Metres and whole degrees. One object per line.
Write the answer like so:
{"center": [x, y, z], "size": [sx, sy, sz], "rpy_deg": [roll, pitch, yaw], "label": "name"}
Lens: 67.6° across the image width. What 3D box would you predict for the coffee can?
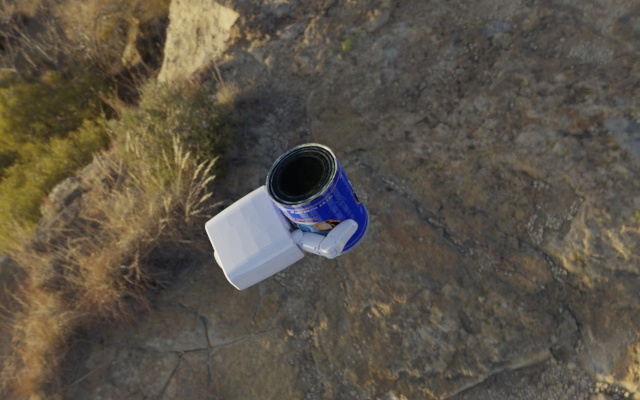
{"center": [0.000, 0.002, 0.678], "size": [0.103, 0.102, 0.140], "rpy_deg": [0, -33, 26], "label": "coffee can"}
